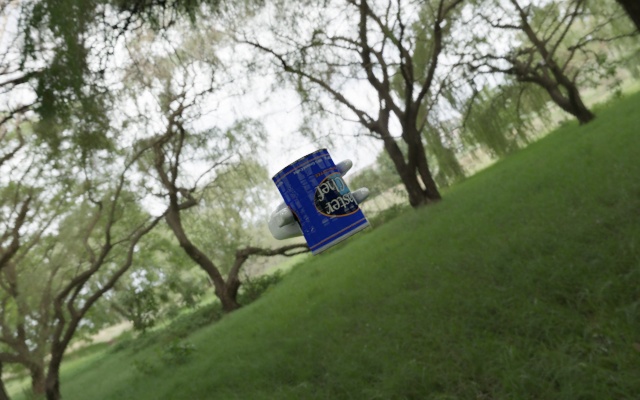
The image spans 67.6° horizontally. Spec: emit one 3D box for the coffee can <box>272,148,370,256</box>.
[{"bbox_3d":[0.000,0.003,0.759,0.103,0.140,0.103,-29,-4,-2],"label":"coffee can"}]
